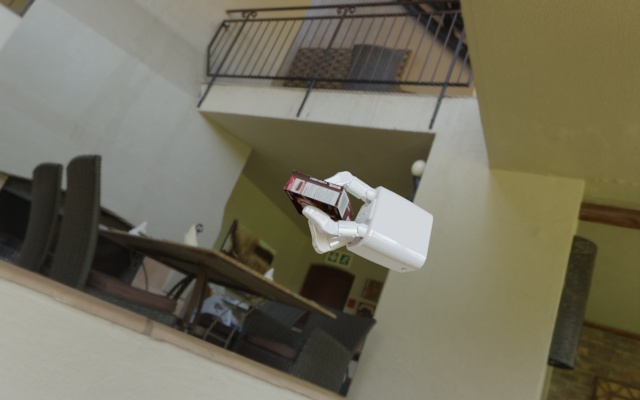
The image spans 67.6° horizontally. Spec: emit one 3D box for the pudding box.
[{"bbox_3d":[0.000,0.002,0.752,0.090,0.039,0.113,18,-20,17],"label":"pudding box"}]
